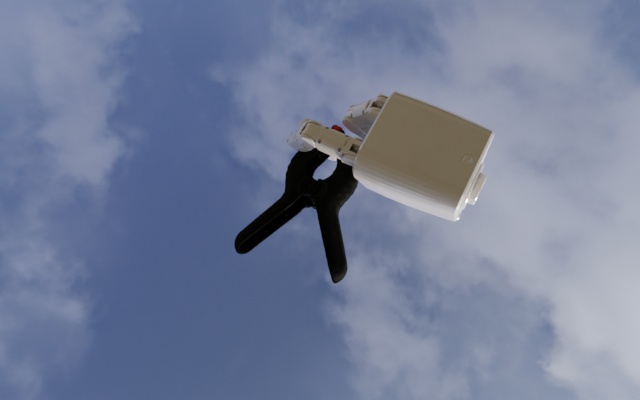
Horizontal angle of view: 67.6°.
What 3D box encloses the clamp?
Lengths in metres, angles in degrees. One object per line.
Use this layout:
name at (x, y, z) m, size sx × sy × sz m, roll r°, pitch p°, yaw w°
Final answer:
clamp at (0.000, 0.002, 0.494) m, size 0.120 × 0.171 × 0.039 m, roll 25°, pitch -17°, yaw 17°
